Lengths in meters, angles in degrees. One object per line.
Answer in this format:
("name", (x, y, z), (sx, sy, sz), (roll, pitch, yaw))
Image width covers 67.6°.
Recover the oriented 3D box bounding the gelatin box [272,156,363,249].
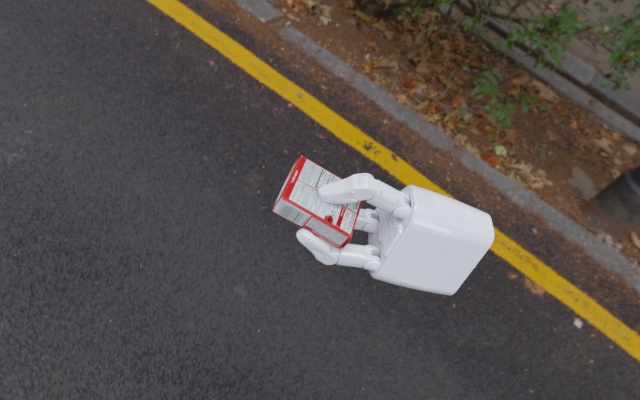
("gelatin box", (0.000, 0.001, 0.528), (0.089, 0.073, 0.030), (30, -44, -9))
